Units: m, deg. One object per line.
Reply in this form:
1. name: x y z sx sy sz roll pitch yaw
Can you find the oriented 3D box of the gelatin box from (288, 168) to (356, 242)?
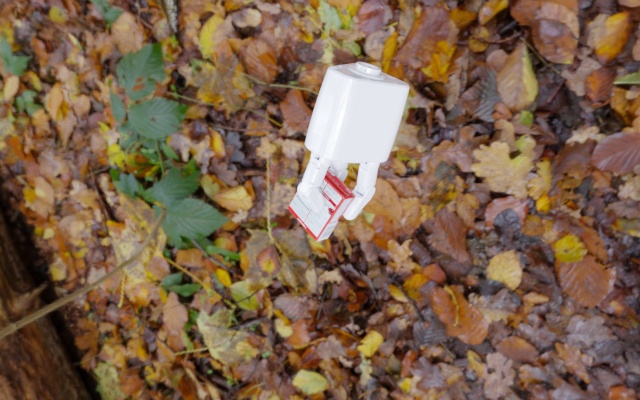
1. gelatin box: 0.000 0.003 0.688 0.030 0.089 0.073 -10 50 -49
